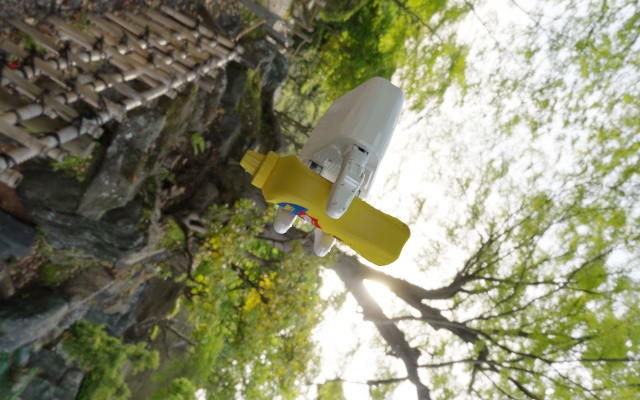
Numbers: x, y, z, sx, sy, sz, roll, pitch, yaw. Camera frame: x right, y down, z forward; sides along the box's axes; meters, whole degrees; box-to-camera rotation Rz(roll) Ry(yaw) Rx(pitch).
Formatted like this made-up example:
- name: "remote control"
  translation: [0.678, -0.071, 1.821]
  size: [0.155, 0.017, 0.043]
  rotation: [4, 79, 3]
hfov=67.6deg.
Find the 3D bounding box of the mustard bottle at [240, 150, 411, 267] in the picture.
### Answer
- name: "mustard bottle"
  translation: [0.000, 0.002, 0.520]
  size: [0.191, 0.058, 0.096]
  rotation: [32, -5, -8]
